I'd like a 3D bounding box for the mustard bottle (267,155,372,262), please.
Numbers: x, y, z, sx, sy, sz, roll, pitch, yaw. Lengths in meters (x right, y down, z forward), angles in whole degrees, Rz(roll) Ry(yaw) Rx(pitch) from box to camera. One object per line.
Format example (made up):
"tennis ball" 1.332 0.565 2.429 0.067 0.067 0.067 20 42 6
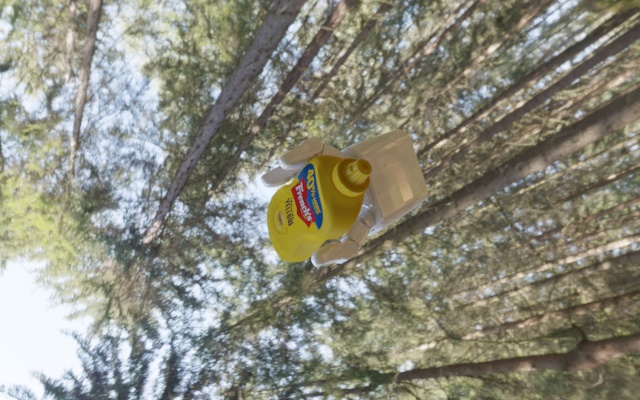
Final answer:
"mustard bottle" 0.000 0.002 0.558 0.058 0.096 0.192 3 -24 -30
